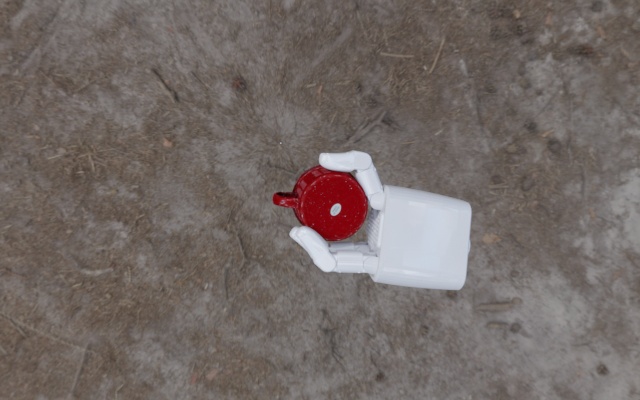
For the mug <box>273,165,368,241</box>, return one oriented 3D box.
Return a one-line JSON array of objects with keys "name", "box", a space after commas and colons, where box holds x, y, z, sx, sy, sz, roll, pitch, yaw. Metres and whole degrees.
[{"name": "mug", "box": [-0.001, 0.002, 0.585, 0.117, 0.093, 0.081, 7, 6, -6]}]
